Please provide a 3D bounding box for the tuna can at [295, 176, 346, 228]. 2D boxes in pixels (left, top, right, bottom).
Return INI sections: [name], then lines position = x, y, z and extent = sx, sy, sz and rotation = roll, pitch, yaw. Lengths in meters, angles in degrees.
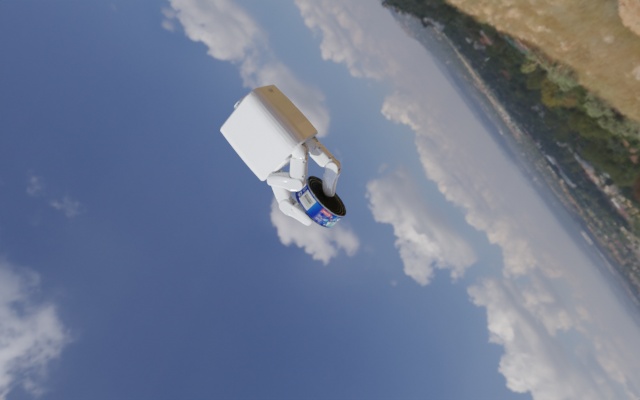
[tuna can]
position = 0.000, 0.003, 0.780
extent = 0.034, 0.086, 0.086
rotation = -43, -18, 21
